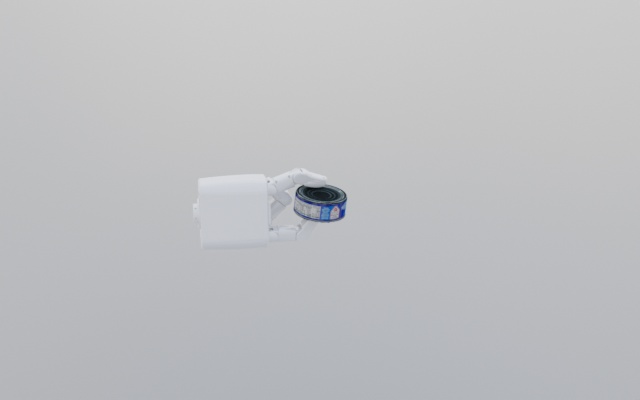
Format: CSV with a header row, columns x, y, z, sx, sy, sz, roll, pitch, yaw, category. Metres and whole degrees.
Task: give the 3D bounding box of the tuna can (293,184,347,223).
x,y,z,sx,sy,sz,roll,pitch,yaw,category
0.000,0.002,0.772,0.086,0.034,0.086,6,23,-3,tuna can
